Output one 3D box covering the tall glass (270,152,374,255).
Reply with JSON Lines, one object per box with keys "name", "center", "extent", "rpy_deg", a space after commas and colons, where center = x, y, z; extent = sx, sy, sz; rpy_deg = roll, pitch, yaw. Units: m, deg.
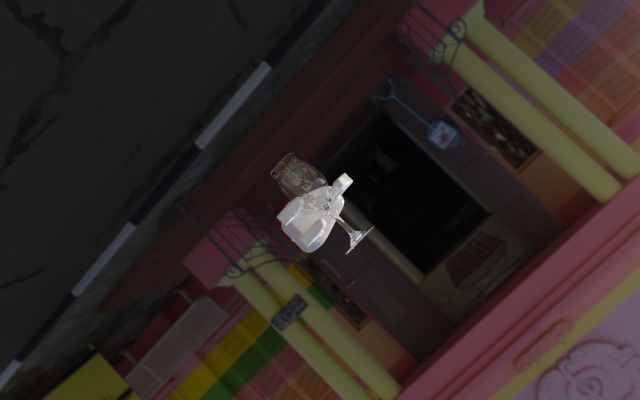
{"name": "tall glass", "center": [0.001, 0.003, 0.869], "extent": [0.201, 0.079, 0.079], "rpy_deg": [45, 6, 6]}
